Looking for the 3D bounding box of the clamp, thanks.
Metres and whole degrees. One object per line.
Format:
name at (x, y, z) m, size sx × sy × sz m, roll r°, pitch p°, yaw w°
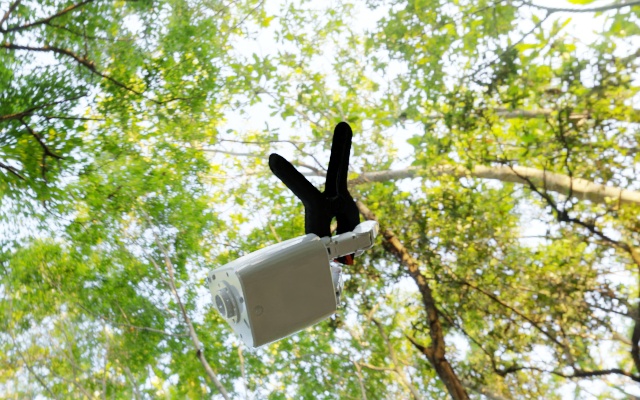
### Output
clamp at (0.000, 0.002, 0.556) m, size 0.120 × 0.171 × 0.039 m, roll -18°, pitch 15°, yaw -32°
